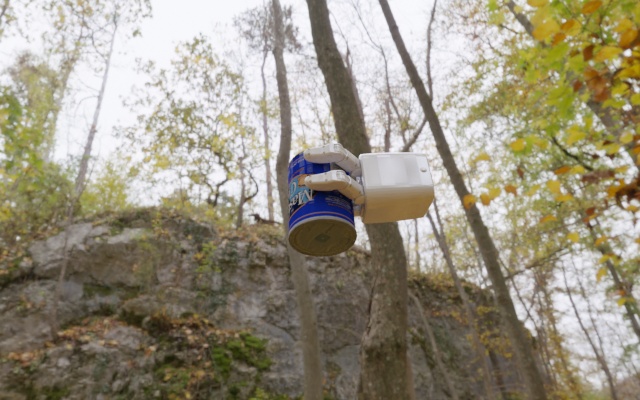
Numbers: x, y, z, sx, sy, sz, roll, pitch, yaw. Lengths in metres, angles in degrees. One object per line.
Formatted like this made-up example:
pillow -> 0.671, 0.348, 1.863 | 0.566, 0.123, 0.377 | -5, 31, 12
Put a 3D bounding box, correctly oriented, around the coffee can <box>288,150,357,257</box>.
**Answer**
coffee can -> 0.000, 0.003, 0.751 | 0.103, 0.140, 0.103 | -2, -37, -2
